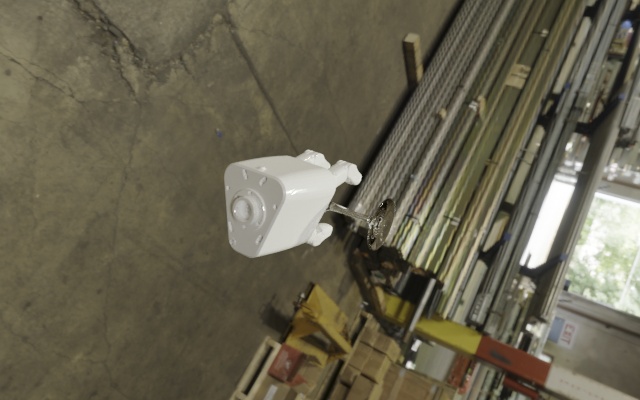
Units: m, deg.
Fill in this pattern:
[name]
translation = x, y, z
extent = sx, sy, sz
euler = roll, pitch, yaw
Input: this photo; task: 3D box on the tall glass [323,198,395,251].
[tall glass]
translation = 0.001, 0.002, 0.684
extent = 0.201, 0.079, 0.079
euler = 20, 10, 28
